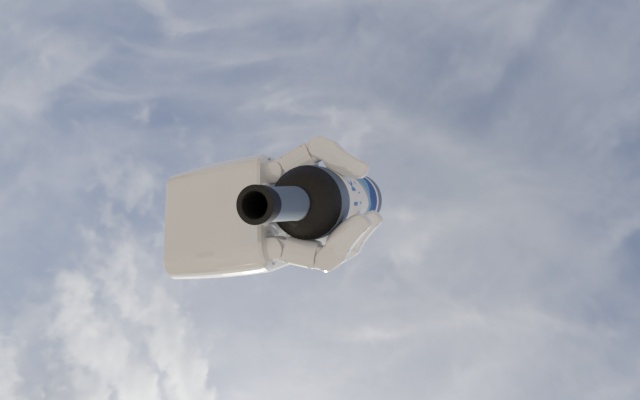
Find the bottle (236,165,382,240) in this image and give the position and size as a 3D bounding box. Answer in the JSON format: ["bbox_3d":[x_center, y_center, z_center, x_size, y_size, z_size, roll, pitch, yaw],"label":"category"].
[{"bbox_3d":[0.000,0.001,0.454,0.069,0.069,0.296,0,1,17],"label":"bottle"}]
